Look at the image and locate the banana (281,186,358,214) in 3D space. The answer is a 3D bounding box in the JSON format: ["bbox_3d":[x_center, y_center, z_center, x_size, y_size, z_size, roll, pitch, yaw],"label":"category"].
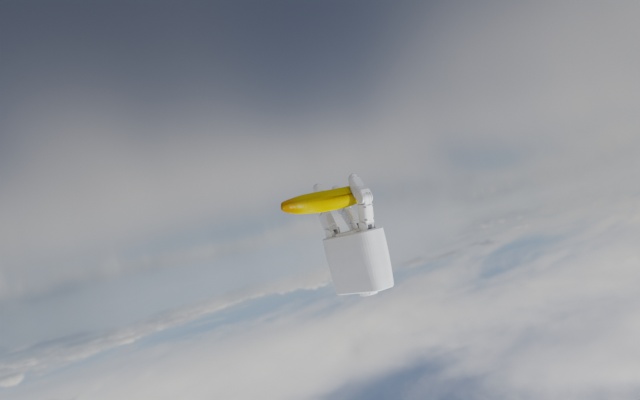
[{"bbox_3d":[0.017,-0.001,0.829,0.069,0.037,0.198,-11,0,36],"label":"banana"}]
